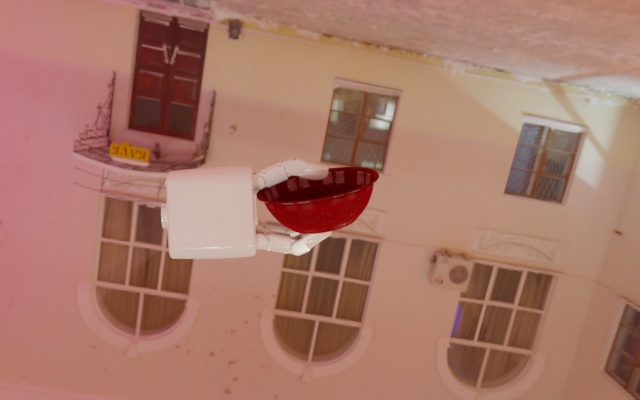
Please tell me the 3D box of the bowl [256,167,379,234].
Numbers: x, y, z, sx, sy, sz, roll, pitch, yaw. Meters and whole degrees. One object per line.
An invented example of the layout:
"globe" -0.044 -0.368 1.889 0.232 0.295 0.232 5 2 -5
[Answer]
"bowl" 0.001 0.002 0.628 0.162 0.055 0.162 -10 16 3
